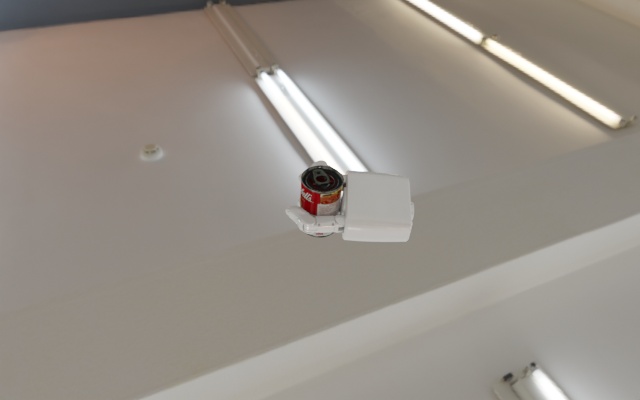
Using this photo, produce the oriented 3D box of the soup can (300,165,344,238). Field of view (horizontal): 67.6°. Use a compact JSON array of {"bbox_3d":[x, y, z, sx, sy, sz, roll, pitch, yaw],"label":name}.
[{"bbox_3d":[0.000,0.003,0.786,0.068,0.102,0.068,3,42,-2],"label":"soup can"}]
